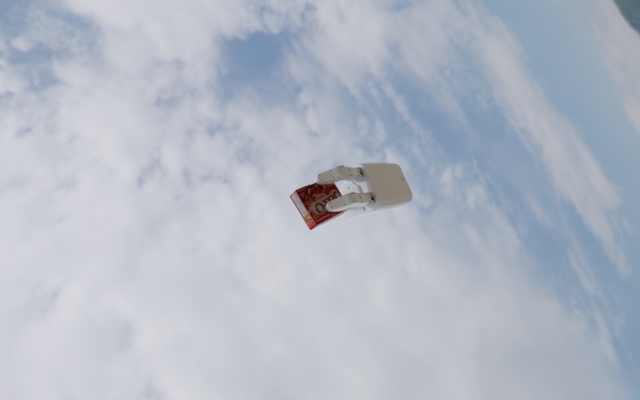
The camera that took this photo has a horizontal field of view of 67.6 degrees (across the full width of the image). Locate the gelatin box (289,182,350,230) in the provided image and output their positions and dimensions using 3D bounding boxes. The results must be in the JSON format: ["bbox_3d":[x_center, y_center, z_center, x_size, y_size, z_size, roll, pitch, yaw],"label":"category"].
[{"bbox_3d":[0.000,0.003,0.858,0.089,0.073,0.030,-25,-11,-38],"label":"gelatin box"}]
